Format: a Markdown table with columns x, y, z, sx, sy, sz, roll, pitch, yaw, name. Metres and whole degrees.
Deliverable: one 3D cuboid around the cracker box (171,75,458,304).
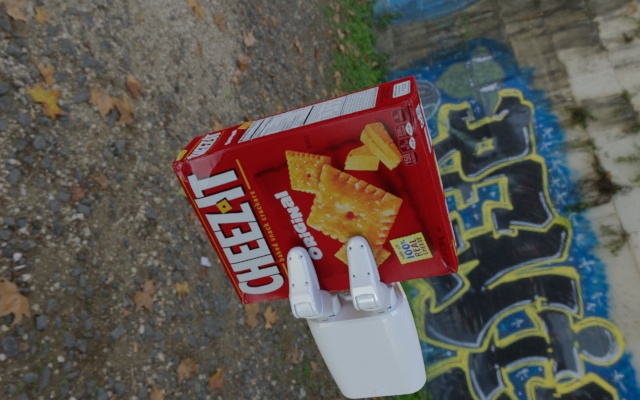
| x | y | z | sx | sy | sz | roll | pitch | yaw | name |
| --- | --- | --- | --- | --- | --- | --- | --- | --- | --- |
| 0.000 | 0.001 | 0.432 | 0.214 | 0.164 | 0.072 | -12 | 26 | 17 | cracker box |
